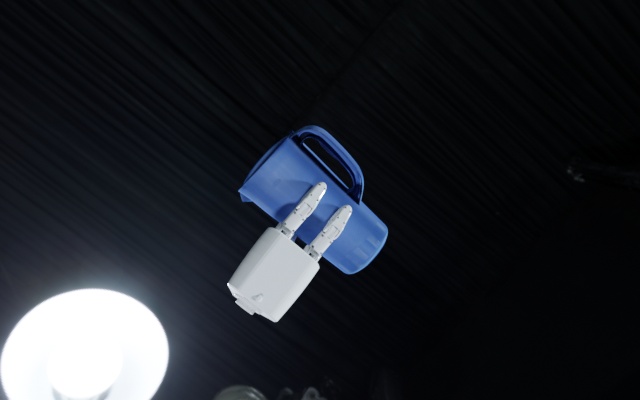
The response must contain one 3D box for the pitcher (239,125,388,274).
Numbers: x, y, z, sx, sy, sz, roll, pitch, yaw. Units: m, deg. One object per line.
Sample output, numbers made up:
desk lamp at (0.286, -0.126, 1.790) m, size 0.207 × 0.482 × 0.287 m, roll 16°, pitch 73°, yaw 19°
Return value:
pitcher at (0.000, 0.003, 0.794) m, size 0.243 × 0.145 × 0.149 m, roll 41°, pitch -22°, yaw -10°
